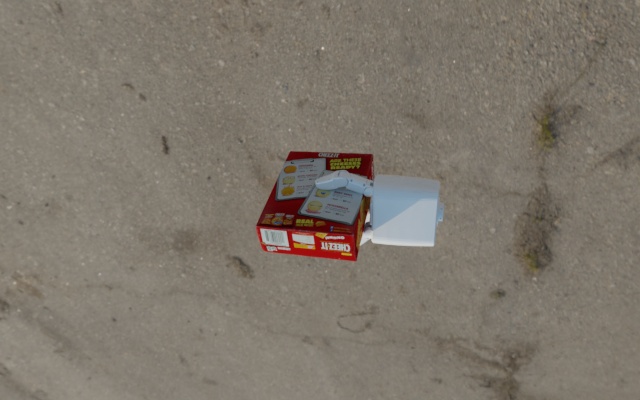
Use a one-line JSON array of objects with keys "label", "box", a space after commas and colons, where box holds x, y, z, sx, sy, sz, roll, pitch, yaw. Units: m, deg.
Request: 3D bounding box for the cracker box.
[{"label": "cracker box", "box": [0.000, 0.003, 0.841, 0.164, 0.072, 0.213, 4, 41, 13]}]
